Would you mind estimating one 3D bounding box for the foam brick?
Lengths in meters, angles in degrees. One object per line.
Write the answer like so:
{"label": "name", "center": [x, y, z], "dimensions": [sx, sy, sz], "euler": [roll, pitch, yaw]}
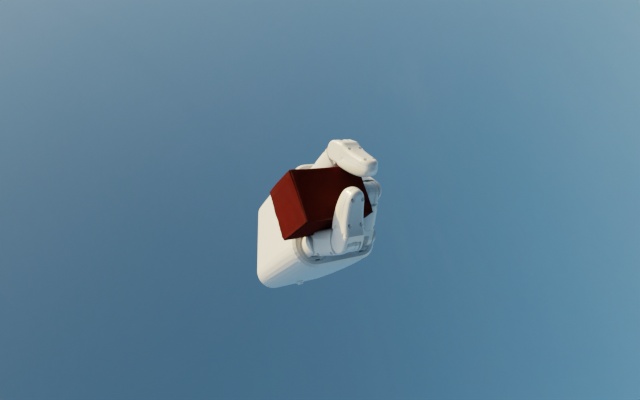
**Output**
{"label": "foam brick", "center": [0.000, 0.001, 0.454], "dimensions": [0.078, 0.053, 0.051], "euler": [-6, -19, -34]}
